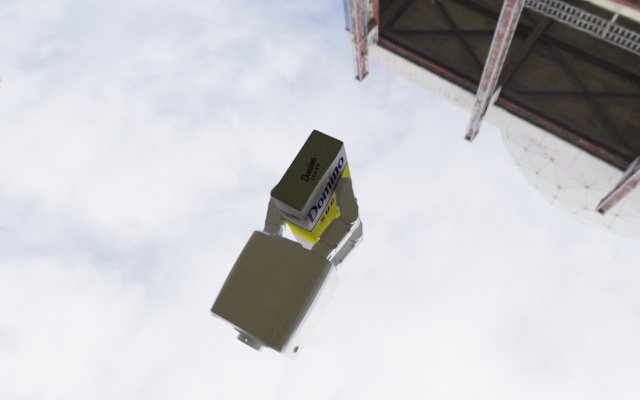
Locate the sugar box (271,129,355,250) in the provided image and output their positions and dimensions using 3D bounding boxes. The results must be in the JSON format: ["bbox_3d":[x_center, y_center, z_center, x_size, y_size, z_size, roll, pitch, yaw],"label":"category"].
[{"bbox_3d":[0.001,0.002,0.577,0.048,0.093,0.176,27,-17,17],"label":"sugar box"}]
